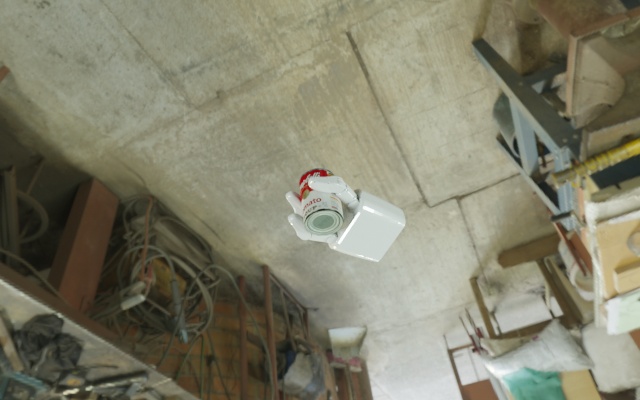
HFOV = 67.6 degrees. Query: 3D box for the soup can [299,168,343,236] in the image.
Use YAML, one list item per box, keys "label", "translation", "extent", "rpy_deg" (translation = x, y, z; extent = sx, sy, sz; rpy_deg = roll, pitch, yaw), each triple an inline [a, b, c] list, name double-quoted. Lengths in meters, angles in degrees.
- label: "soup can"
  translation: [0.000, 0.003, 0.826]
  extent: [0.068, 0.102, 0.069]
  rpy_deg: [-5, -44, -4]
